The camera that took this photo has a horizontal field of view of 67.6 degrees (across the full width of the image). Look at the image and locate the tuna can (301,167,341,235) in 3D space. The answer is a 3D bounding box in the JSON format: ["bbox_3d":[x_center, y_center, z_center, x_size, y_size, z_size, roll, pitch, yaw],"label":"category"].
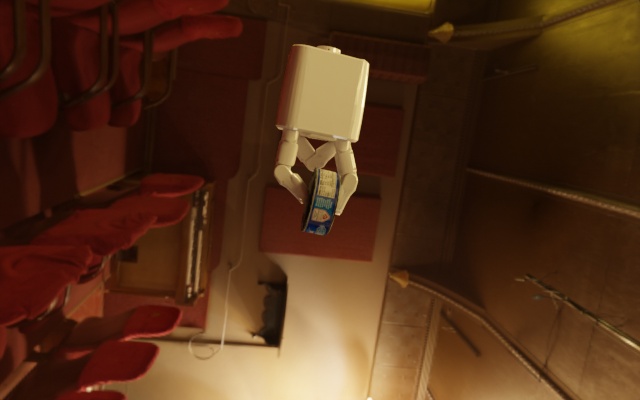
[{"bbox_3d":[0.001,0.002,0.625,0.034,0.086,0.086,12,-2,-7],"label":"tuna can"}]
